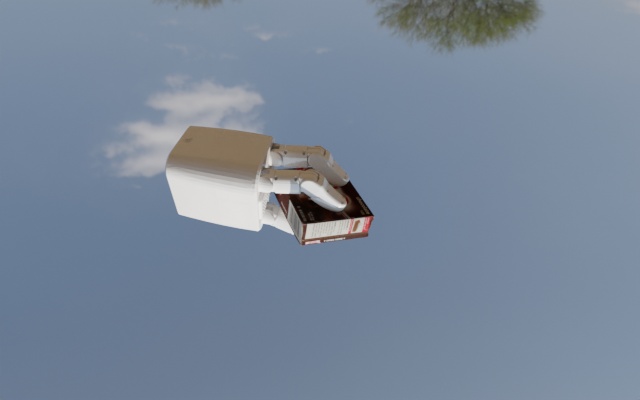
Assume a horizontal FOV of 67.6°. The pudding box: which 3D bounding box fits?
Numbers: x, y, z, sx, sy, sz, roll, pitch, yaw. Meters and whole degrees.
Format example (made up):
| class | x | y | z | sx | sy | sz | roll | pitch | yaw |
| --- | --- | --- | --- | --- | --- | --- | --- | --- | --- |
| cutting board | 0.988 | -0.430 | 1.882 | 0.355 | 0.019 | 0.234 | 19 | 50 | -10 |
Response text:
| class | x | y | z | sx | sy | sz | roll | pitch | yaw |
| --- | --- | --- | --- | --- | --- | --- | --- | --- | --- |
| pudding box | 0.000 | 0.002 | 0.582 | 0.090 | 0.039 | 0.113 | -6 | 41 | -21 |
